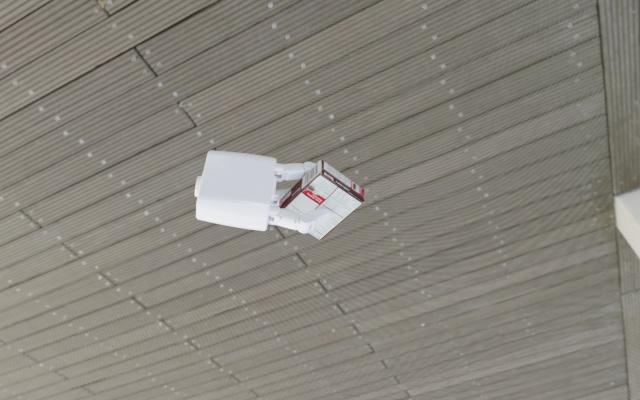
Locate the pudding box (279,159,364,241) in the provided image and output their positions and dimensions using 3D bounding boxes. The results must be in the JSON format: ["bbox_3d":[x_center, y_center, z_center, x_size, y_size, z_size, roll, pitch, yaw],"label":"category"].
[{"bbox_3d":[0.000,0.003,0.756,0.090,0.039,0.113,33,-55,-22],"label":"pudding box"}]
